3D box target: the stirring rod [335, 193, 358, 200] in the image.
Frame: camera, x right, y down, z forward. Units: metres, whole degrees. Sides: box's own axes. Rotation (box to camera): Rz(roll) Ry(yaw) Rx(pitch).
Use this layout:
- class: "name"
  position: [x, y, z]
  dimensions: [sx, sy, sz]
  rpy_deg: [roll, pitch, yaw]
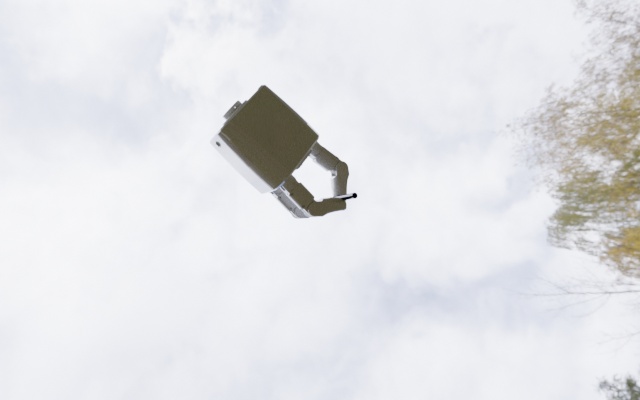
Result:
- class: "stirring rod"
  position: [0.000, 0.002, 0.734]
  dimensions: [0.011, 0.011, 0.239]
  rpy_deg: [0, -4, -22]
